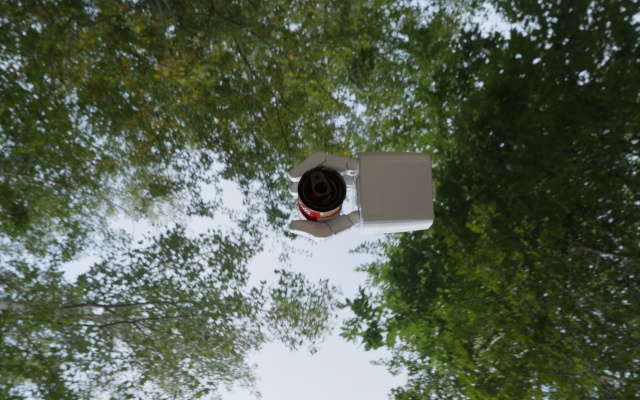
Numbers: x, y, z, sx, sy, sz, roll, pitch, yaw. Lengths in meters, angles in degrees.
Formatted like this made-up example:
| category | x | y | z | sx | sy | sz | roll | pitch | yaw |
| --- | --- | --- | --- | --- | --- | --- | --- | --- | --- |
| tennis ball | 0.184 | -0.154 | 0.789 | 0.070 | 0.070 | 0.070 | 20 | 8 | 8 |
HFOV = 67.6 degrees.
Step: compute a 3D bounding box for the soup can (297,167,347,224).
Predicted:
| category | x | y | z | sx | sy | sz | roll | pitch | yaw |
| --- | --- | --- | --- | --- | --- | --- | --- | --- | --- |
| soup can | 0.000 | 0.002 | 0.695 | 0.068 | 0.068 | 0.102 | 0 | -21 | -3 |
